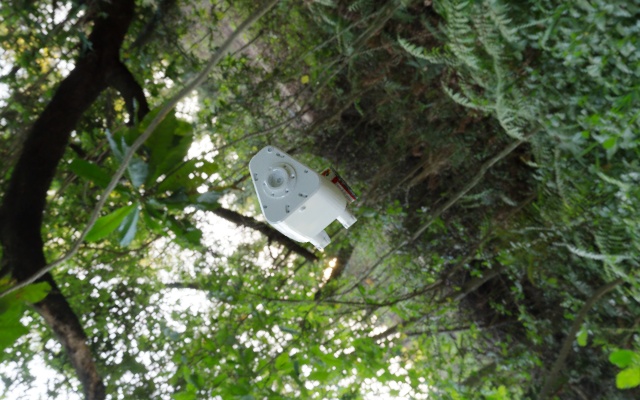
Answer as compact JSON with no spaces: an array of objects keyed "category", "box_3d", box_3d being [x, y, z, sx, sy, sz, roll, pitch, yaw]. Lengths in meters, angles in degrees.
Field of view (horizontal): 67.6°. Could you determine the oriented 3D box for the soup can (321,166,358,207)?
[{"category":"soup can","box_3d":[0.000,0.003,0.767,0.102,0.068,0.068,-41,-4,5]}]
